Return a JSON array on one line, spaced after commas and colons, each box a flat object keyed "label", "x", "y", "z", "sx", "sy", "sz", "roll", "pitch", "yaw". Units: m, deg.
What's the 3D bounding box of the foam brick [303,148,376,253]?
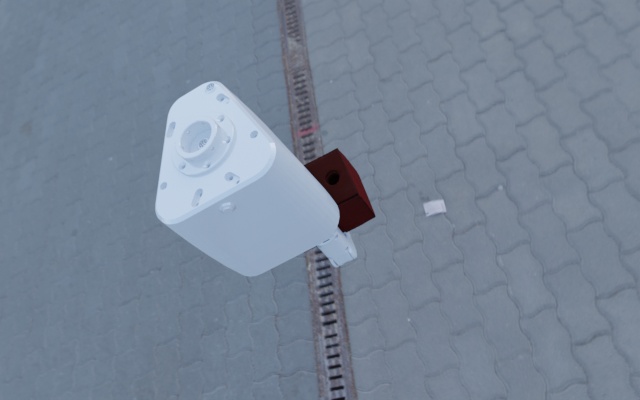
[{"label": "foam brick", "x": 0.000, "y": 0.001, "z": 0.424, "sx": 0.078, "sy": 0.053, "sz": 0.051, "roll": -28, "pitch": -34, "yaw": 10}]
